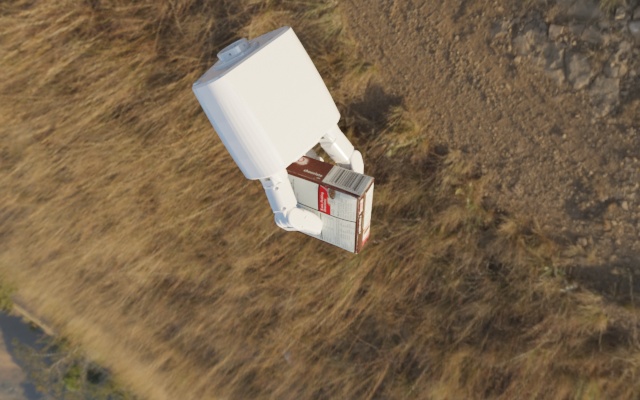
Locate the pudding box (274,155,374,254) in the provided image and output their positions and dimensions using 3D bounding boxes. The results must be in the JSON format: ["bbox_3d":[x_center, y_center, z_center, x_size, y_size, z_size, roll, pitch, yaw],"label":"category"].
[{"bbox_3d":[0.000,0.002,0.535,0.113,0.090,0.039,21,47,22],"label":"pudding box"}]
